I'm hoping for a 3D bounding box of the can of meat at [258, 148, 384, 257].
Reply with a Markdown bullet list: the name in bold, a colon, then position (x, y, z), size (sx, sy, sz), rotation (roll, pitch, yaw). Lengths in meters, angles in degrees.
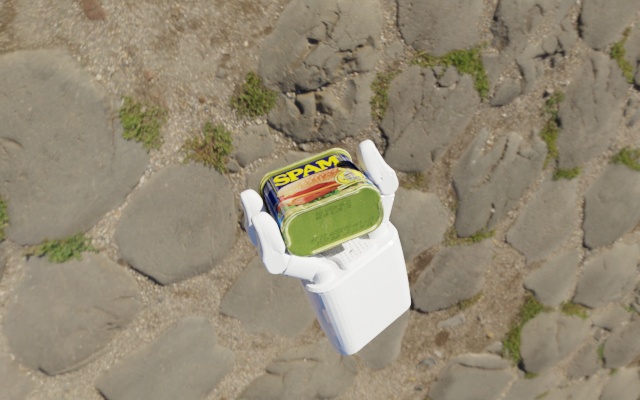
- **can of meat**: position (0.000, 0.002, 0.460), size (0.102, 0.057, 0.084), rotation (-21, 33, -9)
